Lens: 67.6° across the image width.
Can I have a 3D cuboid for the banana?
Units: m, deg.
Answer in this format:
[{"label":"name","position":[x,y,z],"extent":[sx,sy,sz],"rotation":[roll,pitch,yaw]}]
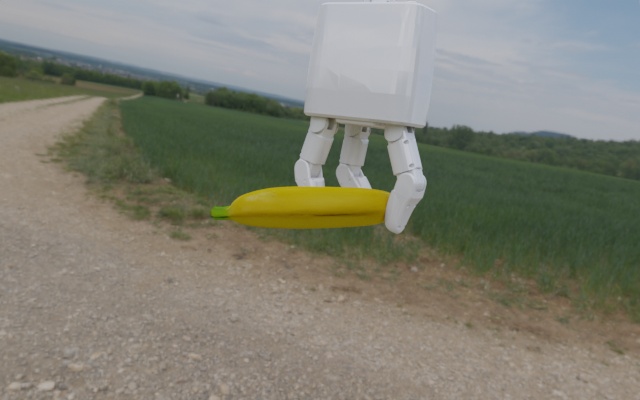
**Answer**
[{"label":"banana","position":[0.004,0.004,0.442],"extent":[0.198,0.037,0.069],"rotation":[0,8,-24]}]
